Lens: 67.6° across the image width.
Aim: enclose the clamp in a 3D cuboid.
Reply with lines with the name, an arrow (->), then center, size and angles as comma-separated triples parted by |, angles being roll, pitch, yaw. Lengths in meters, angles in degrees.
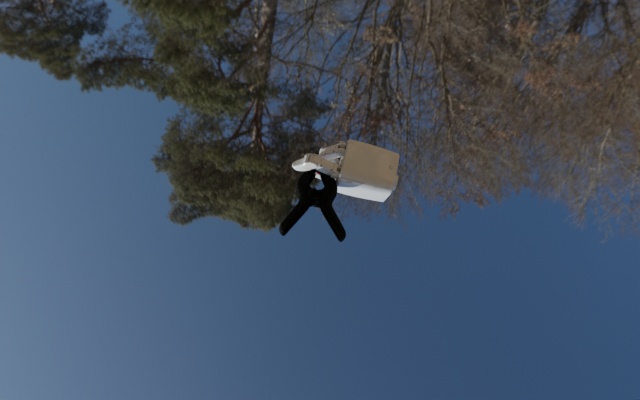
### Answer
clamp -> 0.000, 0.003, 0.898 | 0.120, 0.171, 0.039 | 17, -28, -3
